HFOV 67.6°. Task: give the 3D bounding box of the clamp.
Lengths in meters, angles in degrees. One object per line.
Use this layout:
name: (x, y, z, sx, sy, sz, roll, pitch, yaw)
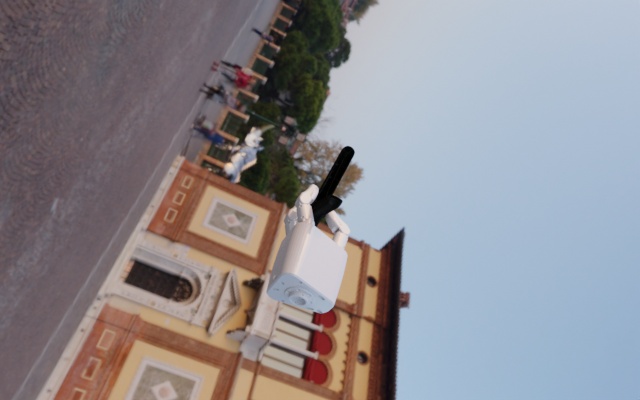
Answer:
clamp: (0.001, 0.004, 0.886, 0.036, 0.164, 0.210, 29, -44, -9)
